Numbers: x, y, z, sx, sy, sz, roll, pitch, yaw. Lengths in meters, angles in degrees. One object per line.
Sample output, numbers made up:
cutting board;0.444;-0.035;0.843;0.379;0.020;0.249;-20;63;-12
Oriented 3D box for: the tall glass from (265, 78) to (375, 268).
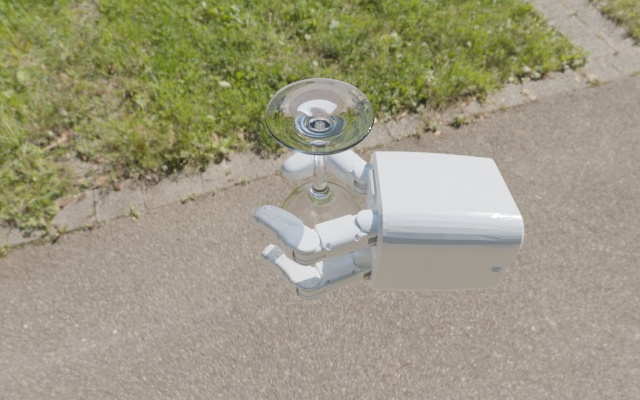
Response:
tall glass;0.000;0.001;0.400;0.079;0.079;0.201;0;-37;0
